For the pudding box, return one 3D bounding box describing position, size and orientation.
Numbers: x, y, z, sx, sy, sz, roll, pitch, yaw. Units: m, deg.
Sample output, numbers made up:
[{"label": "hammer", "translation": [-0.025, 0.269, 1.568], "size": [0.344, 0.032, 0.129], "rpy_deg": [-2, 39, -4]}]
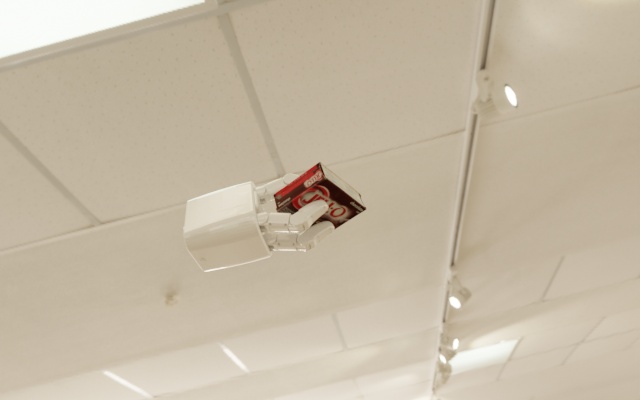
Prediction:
[{"label": "pudding box", "translation": [0.000, 0.002, 0.708], "size": [0.090, 0.039, 0.113], "rpy_deg": [-33, -39, 21]}]
